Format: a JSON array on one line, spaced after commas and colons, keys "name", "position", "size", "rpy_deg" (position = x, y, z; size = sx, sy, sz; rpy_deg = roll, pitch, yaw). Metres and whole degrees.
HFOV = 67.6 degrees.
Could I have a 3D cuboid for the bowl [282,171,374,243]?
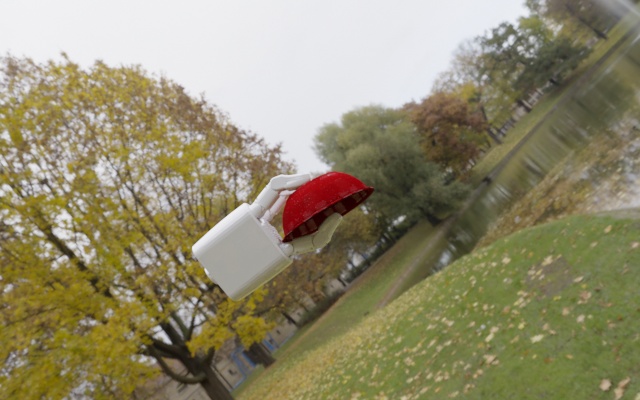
[{"name": "bowl", "position": [0.001, 0.001, 0.733], "size": [0.162, 0.055, 0.162], "rpy_deg": [-29, -11, -6]}]
